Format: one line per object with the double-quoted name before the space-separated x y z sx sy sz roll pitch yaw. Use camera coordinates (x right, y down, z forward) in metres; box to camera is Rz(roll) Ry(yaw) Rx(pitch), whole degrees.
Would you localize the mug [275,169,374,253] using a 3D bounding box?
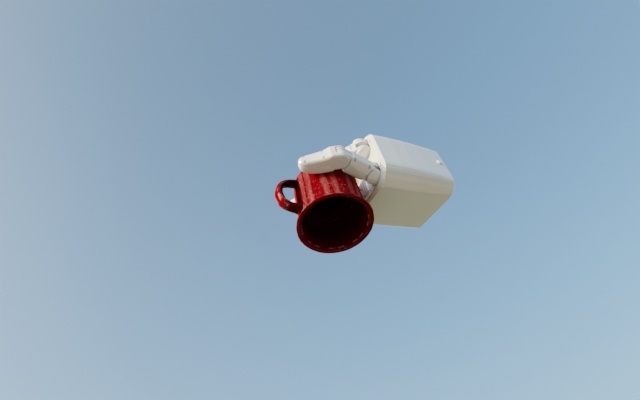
"mug" -0.001 0.002 0.583 0.117 0.093 0.081 10 35 -19
